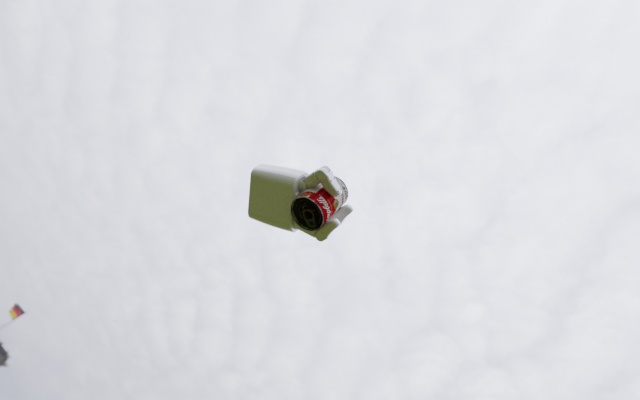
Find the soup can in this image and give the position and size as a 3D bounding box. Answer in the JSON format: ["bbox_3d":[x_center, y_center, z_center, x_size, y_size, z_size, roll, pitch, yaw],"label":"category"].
[{"bbox_3d":[0.001,0.003,0.884,0.068,0.068,0.102,0,26,33],"label":"soup can"}]
